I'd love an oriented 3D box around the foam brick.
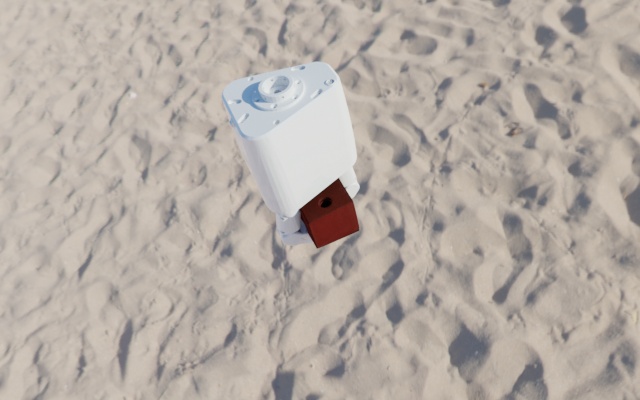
[{"bbox_3d":[0.000,0.002,0.518,0.053,0.078,0.051,-25,-38,-8],"label":"foam brick"}]
